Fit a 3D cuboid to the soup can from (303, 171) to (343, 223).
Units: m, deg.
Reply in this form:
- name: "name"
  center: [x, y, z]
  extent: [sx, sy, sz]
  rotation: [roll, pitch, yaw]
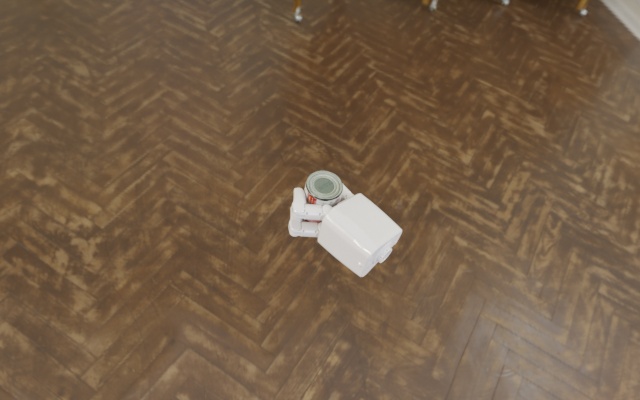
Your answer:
- name: "soup can"
  center: [0.000, 0.002, 0.873]
  extent: [0.068, 0.068, 0.102]
  rotation: [0, -37, -10]
